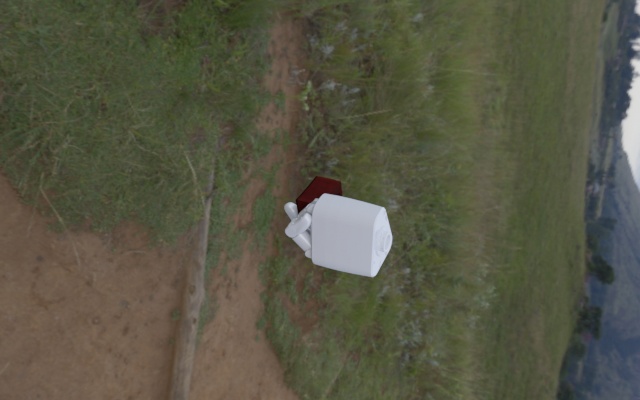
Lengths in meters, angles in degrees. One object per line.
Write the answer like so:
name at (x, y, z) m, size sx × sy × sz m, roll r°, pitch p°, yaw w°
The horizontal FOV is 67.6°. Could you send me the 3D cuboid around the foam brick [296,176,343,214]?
foam brick at (0.000, 0.002, 0.830) m, size 0.051 × 0.053 × 0.078 m, roll 11°, pitch 41°, yaw 25°
